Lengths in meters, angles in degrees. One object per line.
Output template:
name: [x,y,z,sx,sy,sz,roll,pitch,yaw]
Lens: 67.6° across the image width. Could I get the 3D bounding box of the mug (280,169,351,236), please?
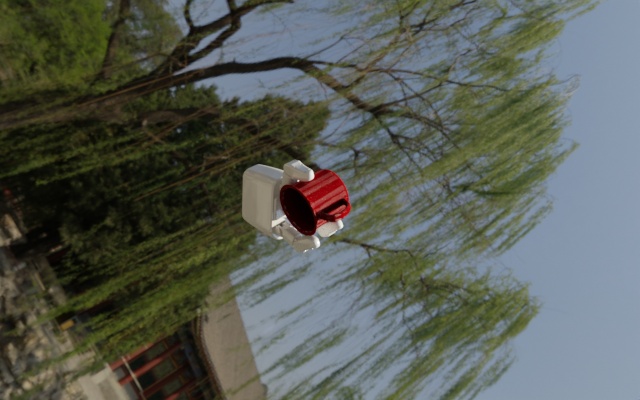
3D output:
mug: [0.001,0.003,0.781,0.081,0.093,0.117,-31,35,-31]
